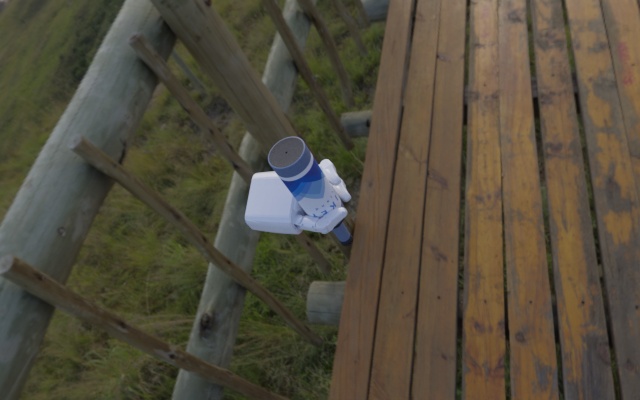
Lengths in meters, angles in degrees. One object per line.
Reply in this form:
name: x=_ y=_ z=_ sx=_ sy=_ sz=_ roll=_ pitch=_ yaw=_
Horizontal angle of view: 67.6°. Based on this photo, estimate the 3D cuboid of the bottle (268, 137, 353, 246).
bottle: x=0.000 y=0.003 z=0.876 sx=0.069 sy=0.069 sz=0.296 roll=0 pitch=-33 yaw=27
